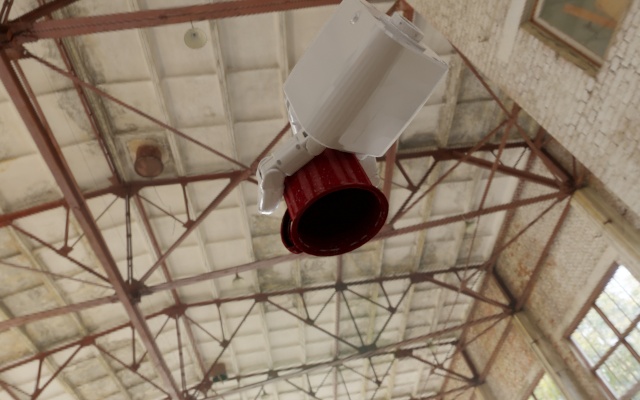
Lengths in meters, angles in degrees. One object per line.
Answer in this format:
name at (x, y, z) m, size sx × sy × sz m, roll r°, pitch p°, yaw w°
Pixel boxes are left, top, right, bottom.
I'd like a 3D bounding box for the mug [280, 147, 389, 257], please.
mug at (-0.001, 0.002, 0.463) m, size 0.093 × 0.117 × 0.081 m, roll 20°, pitch 32°, yaw -36°
